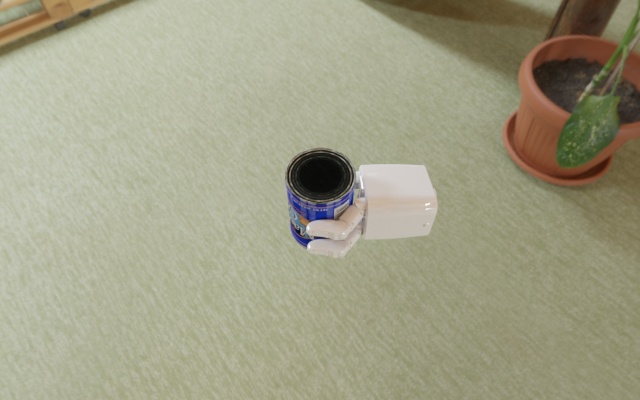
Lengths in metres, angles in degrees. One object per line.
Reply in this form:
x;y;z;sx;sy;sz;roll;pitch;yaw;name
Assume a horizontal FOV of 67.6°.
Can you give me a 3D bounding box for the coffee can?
0.000;0.002;0.741;0.103;0.102;0.140;0;-35;0;coffee can
